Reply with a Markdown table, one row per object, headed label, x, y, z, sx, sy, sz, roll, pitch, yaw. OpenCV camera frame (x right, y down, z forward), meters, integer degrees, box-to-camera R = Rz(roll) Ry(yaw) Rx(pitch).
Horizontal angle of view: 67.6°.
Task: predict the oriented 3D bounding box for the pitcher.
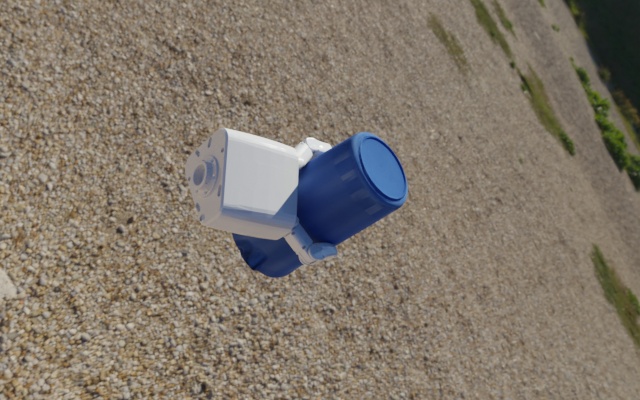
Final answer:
| label | x | y | z | sx | sy | sz | roll | pitch | yaw |
| --- | --- | --- | --- | --- | --- | --- | --- | --- | --- |
| pitcher | 0.000 | 0.002 | 0.671 | 0.145 | 0.149 | 0.243 | 15 | -35 | -43 |
